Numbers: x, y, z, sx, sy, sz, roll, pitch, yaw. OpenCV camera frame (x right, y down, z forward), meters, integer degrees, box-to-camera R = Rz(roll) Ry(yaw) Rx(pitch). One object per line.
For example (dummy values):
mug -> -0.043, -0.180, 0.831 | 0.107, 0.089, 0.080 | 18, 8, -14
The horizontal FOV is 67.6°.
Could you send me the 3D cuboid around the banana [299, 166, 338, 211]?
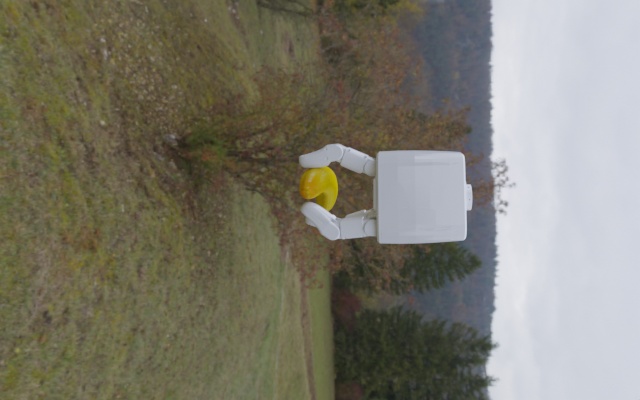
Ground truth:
banana -> 0.002, -0.015, 0.671 | 0.037, 0.069, 0.198 | 2, -13, 8
